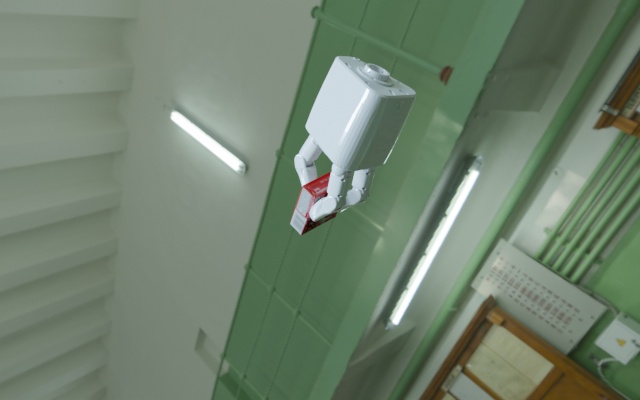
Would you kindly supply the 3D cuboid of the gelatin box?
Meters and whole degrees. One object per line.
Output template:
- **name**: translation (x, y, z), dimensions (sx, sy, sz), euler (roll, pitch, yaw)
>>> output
- **gelatin box**: translation (0.000, 0.002, 0.696), dimensions (0.073, 0.089, 0.030), euler (-27, 62, -37)
